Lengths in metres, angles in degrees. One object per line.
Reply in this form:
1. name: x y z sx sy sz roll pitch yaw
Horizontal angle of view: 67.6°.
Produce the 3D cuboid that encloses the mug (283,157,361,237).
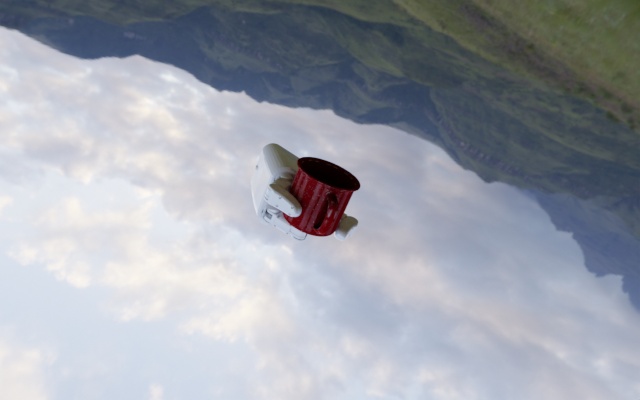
1. mug: 0.000 0.003 0.652 0.093 0.081 0.117 14 25 -22
